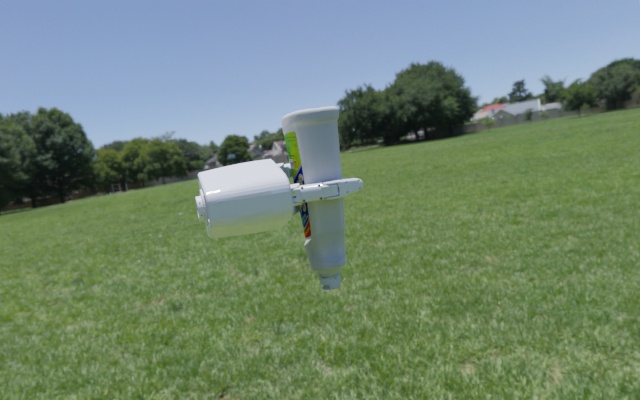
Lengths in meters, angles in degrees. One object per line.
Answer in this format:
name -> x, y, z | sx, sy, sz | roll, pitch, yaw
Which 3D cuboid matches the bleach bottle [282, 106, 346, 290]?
bleach bottle -> 0.000, 0.002, 0.667 | 0.068, 0.251, 0.102 | -10, 7, -17
